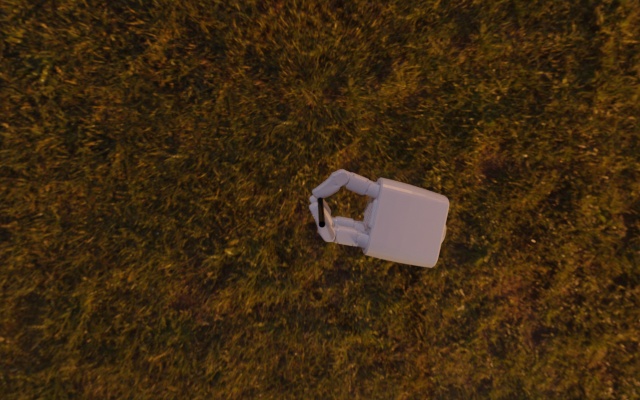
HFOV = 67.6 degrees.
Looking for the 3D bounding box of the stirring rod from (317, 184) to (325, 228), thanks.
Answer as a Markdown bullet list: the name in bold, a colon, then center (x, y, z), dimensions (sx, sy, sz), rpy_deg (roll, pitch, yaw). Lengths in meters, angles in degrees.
- **stirring rod**: center (0.000, 0.002, 0.685), dimensions (0.011, 0.011, 0.239), rpy_deg (0, 13, -1)
